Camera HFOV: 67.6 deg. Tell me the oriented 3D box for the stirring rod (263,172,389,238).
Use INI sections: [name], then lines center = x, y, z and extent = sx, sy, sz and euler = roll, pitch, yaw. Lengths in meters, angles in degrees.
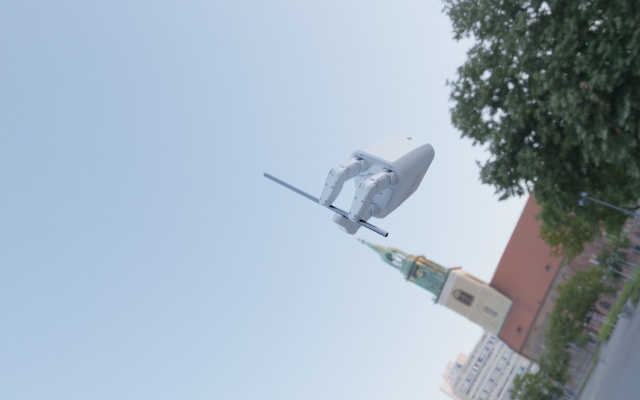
[stirring rod]
center = 0.000, 0.002, 0.718
extent = 0.239, 0.011, 0.011
euler = 26, 15, 32
